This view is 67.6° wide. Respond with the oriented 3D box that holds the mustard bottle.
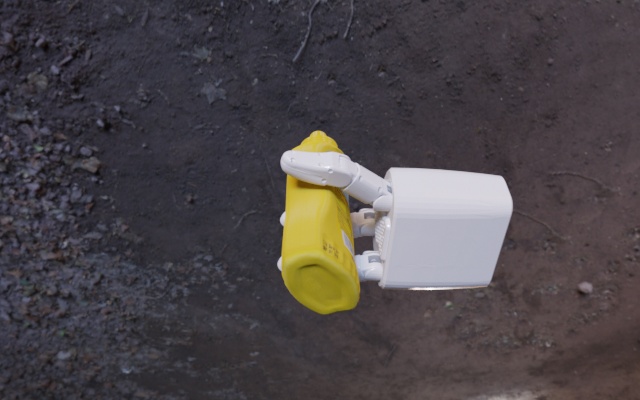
[{"bbox_3d":[0.000,0.002,0.450,0.058,0.191,0.096,-15,-44,15],"label":"mustard bottle"}]
